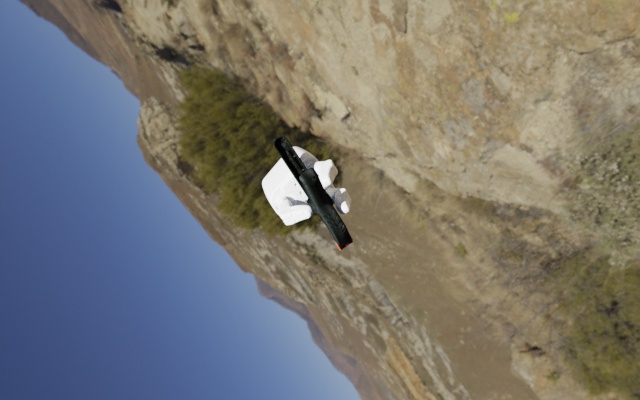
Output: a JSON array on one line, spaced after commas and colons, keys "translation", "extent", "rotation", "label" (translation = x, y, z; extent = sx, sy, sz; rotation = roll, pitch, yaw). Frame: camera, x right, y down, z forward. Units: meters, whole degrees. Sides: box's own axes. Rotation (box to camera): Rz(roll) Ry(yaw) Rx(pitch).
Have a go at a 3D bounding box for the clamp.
[{"translation": [0.000, 0.003, 0.750], "extent": [0.036, 0.210, 0.164], "rotation": [-33, 25, -2], "label": "clamp"}]
